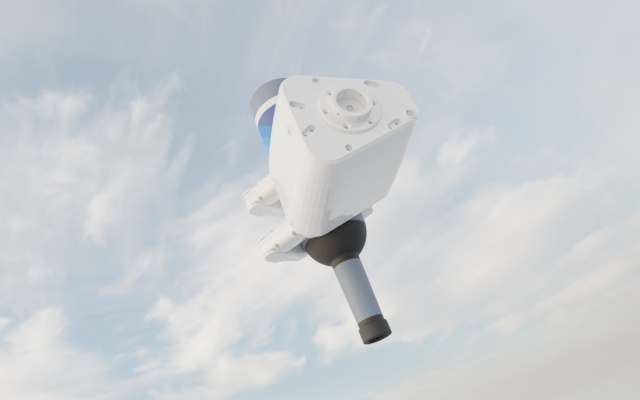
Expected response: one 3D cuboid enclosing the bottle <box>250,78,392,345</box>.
[{"bbox_3d":[0.000,0.001,0.487,0.069,0.295,0.069,-18,-28,-10],"label":"bottle"}]
